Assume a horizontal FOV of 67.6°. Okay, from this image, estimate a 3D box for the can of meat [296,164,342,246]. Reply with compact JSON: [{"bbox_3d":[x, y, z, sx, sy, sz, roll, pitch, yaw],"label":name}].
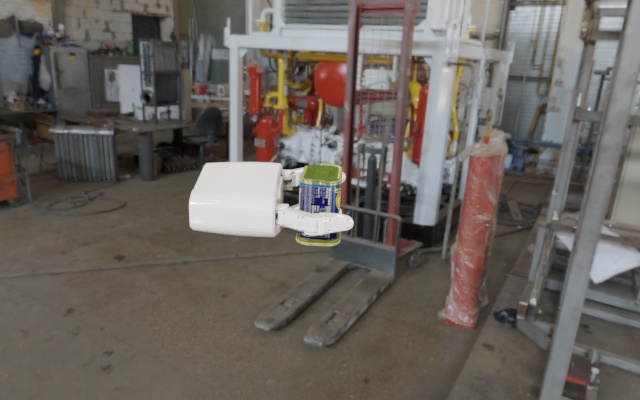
[{"bbox_3d":[0.000,0.002,0.628,0.057,0.084,0.102,3,17,3],"label":"can of meat"}]
